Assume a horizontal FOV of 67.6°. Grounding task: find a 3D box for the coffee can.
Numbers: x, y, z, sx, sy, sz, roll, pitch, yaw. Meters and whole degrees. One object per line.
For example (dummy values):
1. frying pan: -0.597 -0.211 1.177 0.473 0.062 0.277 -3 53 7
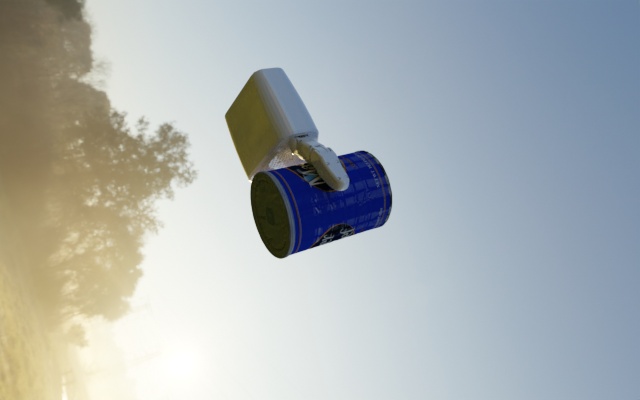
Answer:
1. coffee can: 0.000 0.002 0.576 0.140 0.103 0.103 -15 7 -28
